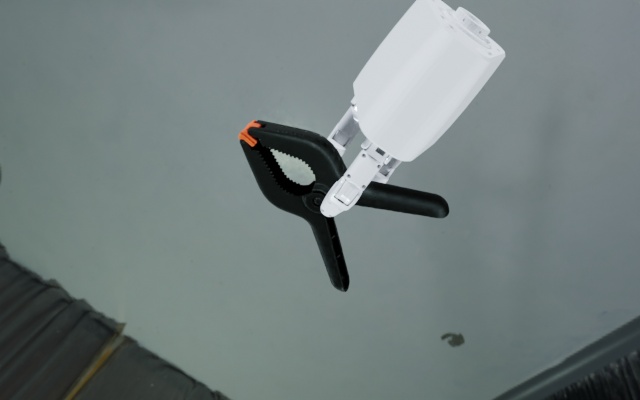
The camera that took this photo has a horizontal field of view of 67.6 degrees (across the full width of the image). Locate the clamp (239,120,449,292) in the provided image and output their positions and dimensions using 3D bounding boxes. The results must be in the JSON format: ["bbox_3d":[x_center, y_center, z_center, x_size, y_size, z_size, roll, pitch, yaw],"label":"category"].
[{"bbox_3d":[0.000,0.002,0.492,0.210,0.165,0.036,34,33,-6],"label":"clamp"}]
